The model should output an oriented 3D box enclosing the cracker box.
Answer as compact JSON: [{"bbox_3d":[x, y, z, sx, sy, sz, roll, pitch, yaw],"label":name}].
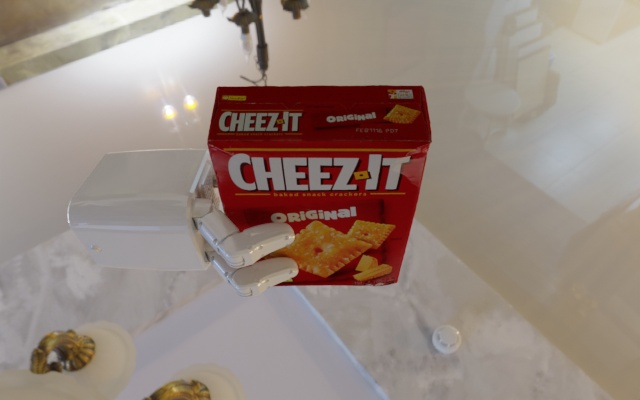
[{"bbox_3d":[0.000,0.001,0.435,0.164,0.072,0.214,-1,-38,0],"label":"cracker box"}]
